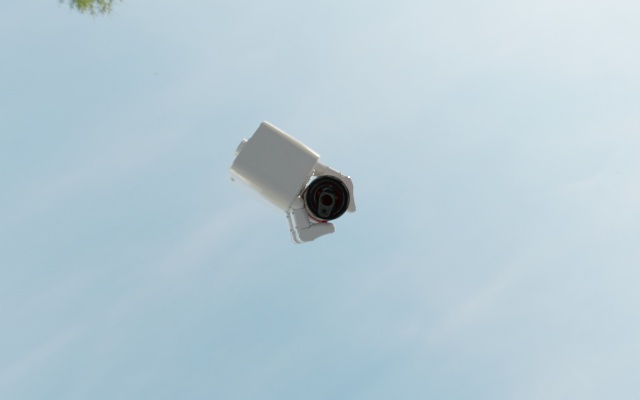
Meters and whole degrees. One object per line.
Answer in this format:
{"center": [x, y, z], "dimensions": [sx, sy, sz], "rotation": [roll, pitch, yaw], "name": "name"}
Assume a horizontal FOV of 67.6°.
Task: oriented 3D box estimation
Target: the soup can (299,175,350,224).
{"center": [0.001, 0.003, 0.750], "dimensions": [0.068, 0.068, 0.102], "rotation": [0, -8, -12], "name": "soup can"}
